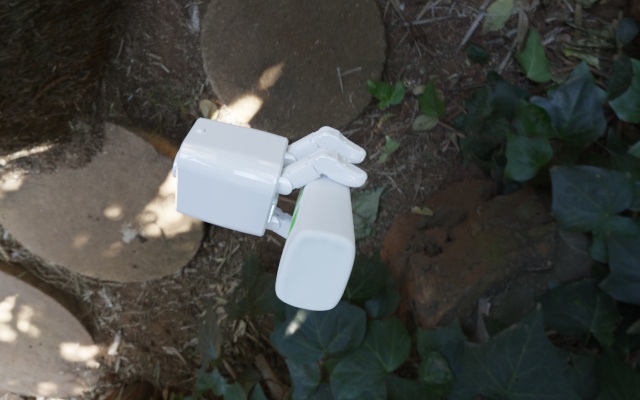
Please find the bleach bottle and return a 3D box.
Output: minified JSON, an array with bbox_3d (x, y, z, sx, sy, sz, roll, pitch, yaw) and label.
[{"bbox_3d":[0.000,0.002,0.556,0.068,0.103,0.250,14,32,-6],"label":"bleach bottle"}]
